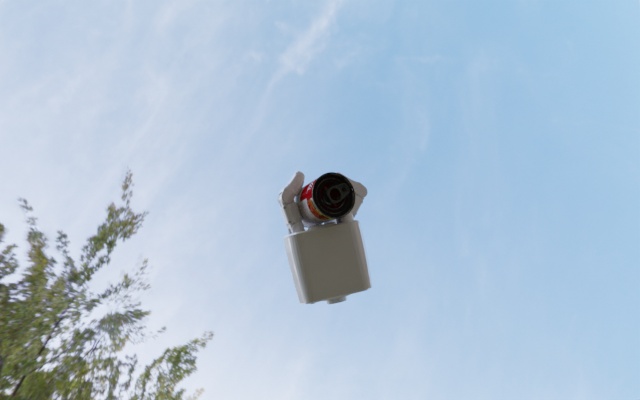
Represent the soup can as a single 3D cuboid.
[{"bbox_3d":[0.000,0.002,0.724,0.068,0.068,0.102,0,-11,-24],"label":"soup can"}]
